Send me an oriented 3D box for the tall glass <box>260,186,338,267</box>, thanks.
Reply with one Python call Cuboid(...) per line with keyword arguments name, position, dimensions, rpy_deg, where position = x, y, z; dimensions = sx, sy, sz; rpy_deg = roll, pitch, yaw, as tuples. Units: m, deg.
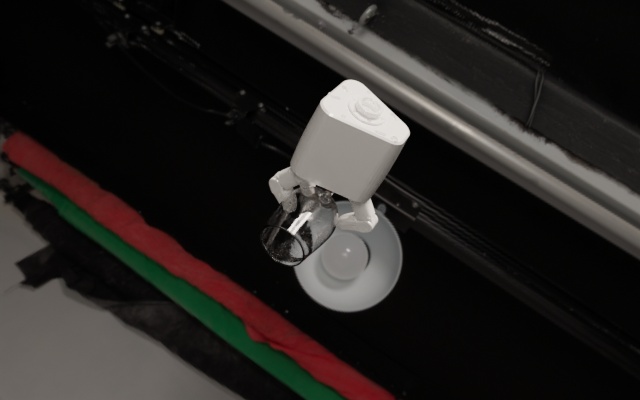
Cuboid(name="tall glass", position=(0.000, 0.002, 0.641), dimensions=(0.079, 0.079, 0.201), rpy_deg=(0, 33, 34))
